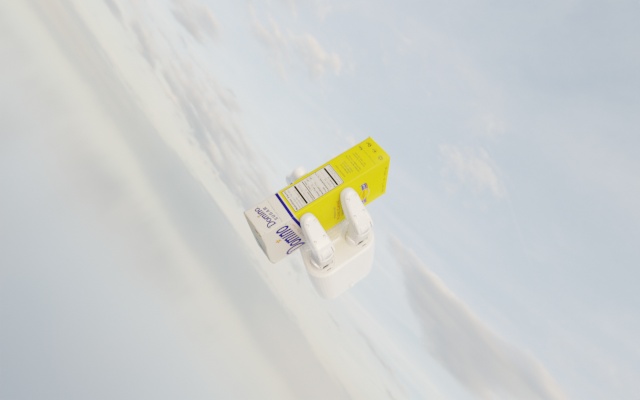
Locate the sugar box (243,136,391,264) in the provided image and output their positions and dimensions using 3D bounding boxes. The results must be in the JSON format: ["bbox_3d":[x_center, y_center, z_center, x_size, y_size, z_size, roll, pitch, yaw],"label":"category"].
[{"bbox_3d":[0.001,0.002,0.573,0.176,0.048,0.093,-35,-24,-13],"label":"sugar box"}]
